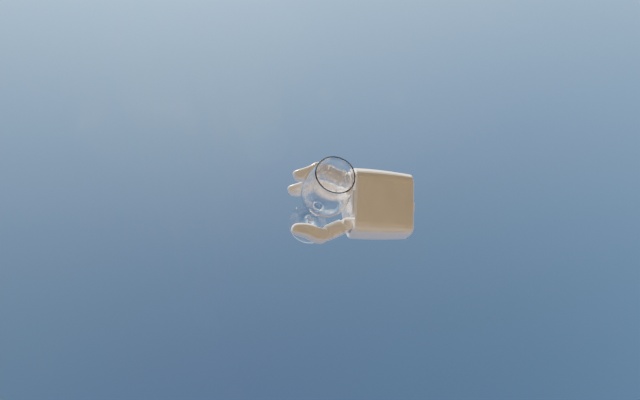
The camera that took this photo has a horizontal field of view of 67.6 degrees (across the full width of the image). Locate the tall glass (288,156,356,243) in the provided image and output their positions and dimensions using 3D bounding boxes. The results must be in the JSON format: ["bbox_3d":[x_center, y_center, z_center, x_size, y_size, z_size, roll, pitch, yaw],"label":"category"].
[{"bbox_3d":[0.000,0.003,0.785,0.079,0.079,0.201,0,-24,-14],"label":"tall glass"}]
